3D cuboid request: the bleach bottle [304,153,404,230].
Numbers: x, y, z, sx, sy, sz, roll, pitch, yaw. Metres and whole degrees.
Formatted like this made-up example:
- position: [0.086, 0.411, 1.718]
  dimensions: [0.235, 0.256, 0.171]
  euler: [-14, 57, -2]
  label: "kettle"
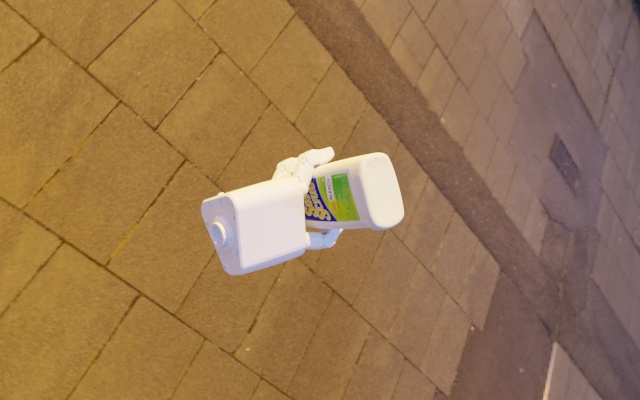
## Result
- position: [0.000, 0.002, 0.702]
  dimensions: [0.068, 0.102, 0.251]
  euler: [-16, 3, -41]
  label: "bleach bottle"
